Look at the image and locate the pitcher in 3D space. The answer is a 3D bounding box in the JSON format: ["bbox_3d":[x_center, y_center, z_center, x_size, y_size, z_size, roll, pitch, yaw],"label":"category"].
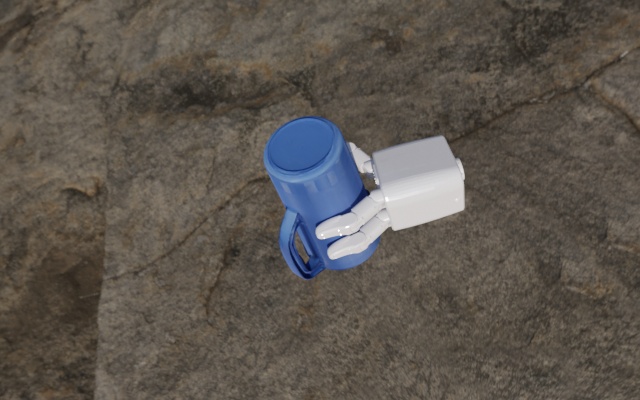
[{"bbox_3d":[0.000,0.002,0.696,0.145,0.149,0.243,-15,-36,8],"label":"pitcher"}]
